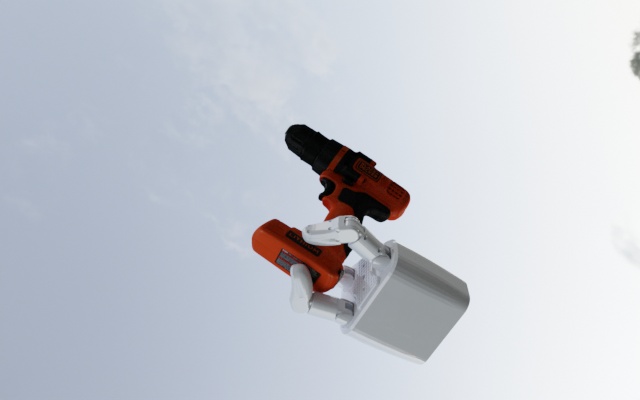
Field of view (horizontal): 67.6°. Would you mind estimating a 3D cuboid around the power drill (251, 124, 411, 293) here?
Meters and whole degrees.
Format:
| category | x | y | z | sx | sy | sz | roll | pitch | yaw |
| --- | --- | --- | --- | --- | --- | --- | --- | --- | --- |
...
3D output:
| category | x | y | z | sx | sy | sz | roll | pitch | yaw |
| --- | --- | --- | --- | --- | --- | --- | --- | --- | --- |
| power drill | 0.000 | 0.002 | 0.571 | 0.184 | 0.187 | 0.057 | 33 | -37 | 6 |
